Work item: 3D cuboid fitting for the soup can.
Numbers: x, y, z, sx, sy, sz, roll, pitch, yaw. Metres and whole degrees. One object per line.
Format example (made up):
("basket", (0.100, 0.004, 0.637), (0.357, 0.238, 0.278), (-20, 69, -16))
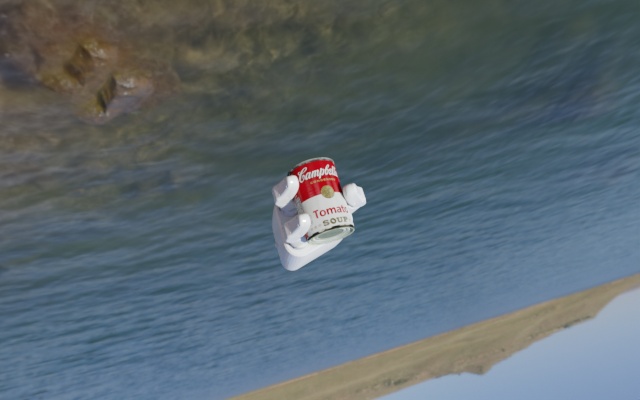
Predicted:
("soup can", (0.000, 0.002, 0.650), (0.068, 0.102, 0.068), (-15, -19, -5))
